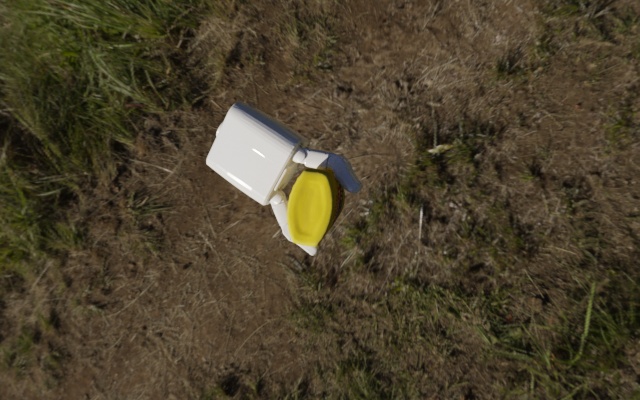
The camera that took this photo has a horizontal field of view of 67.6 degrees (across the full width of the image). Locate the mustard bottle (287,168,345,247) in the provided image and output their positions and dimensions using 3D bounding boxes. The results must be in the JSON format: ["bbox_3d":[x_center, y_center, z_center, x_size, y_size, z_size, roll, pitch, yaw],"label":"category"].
[{"bbox_3d":[0.000,0.002,0.672,0.058,0.096,0.191,9,6,7],"label":"mustard bottle"}]
